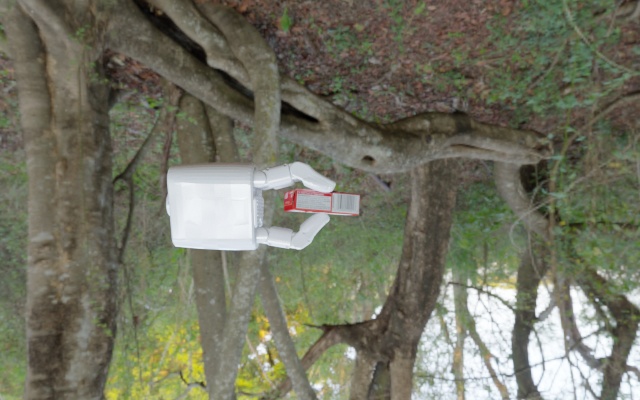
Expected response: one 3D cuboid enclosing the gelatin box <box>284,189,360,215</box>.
[{"bbox_3d":[0.000,0.003,0.636,0.089,0.030,0.073,5,-3,-13],"label":"gelatin box"}]
